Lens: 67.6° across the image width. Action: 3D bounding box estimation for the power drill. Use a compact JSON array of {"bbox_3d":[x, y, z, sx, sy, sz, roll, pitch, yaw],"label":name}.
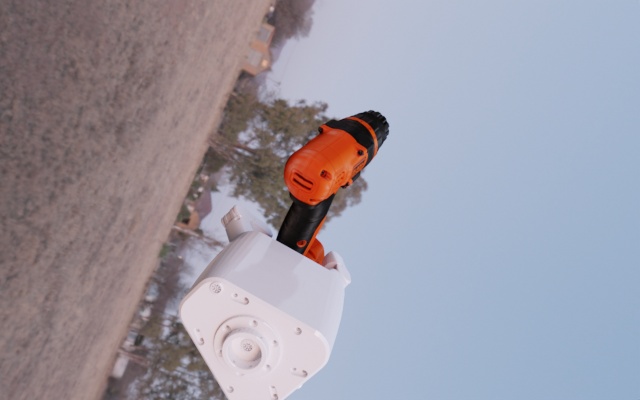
[{"bbox_3d":[0.000,0.002,0.492,0.057,0.188,0.184,31,33,14],"label":"power drill"}]
